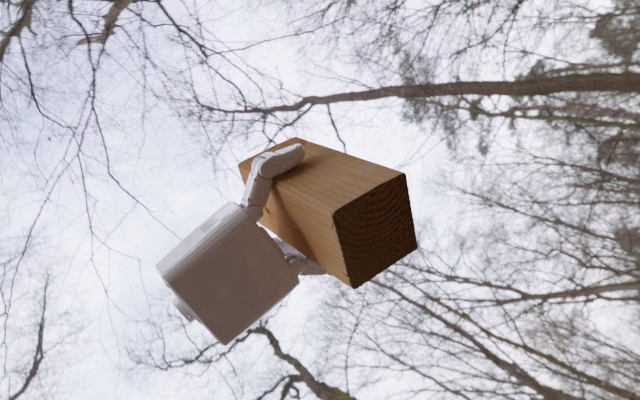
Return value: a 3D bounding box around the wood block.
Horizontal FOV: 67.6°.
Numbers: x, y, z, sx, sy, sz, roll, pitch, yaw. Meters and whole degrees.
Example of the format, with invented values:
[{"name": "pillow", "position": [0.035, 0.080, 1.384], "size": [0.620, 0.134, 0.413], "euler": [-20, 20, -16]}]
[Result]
[{"name": "wood block", "position": [0.000, 0.002, 0.531], "size": [0.090, 0.091, 0.206], "euler": [-28, 30, -24]}]
